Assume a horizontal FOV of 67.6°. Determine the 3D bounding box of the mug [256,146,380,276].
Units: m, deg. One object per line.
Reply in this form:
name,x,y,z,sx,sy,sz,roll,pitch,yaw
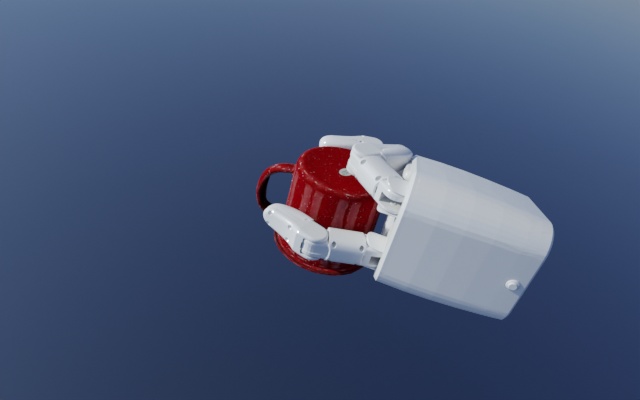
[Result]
mug,-0.001,0.001,0.425,0.117,0.081,0.093,19,34,5
